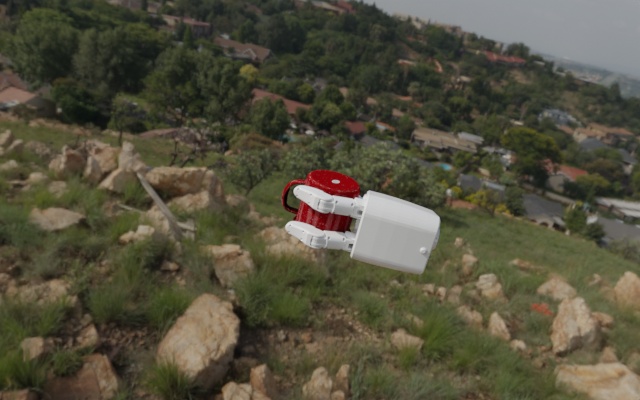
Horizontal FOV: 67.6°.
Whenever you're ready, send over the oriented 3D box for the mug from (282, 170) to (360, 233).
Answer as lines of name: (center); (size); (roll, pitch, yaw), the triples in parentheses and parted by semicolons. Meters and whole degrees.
mug: (-0.001, 0.002, 0.717); (0.117, 0.081, 0.093); (15, 23, 2)
